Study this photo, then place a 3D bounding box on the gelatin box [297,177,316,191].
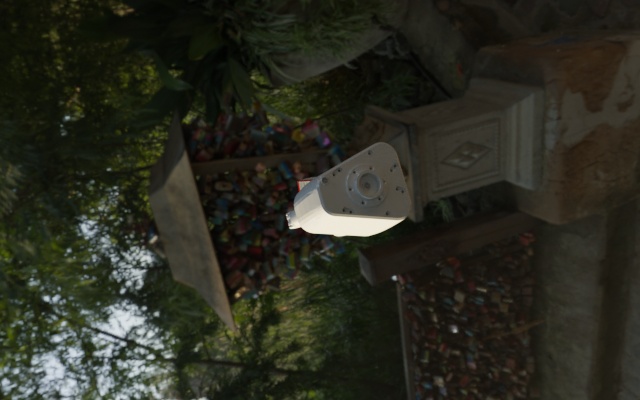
[{"bbox_3d":[0.000,0.002,0.700,0.030,0.073,0.089,-14,6,-22],"label":"gelatin box"}]
